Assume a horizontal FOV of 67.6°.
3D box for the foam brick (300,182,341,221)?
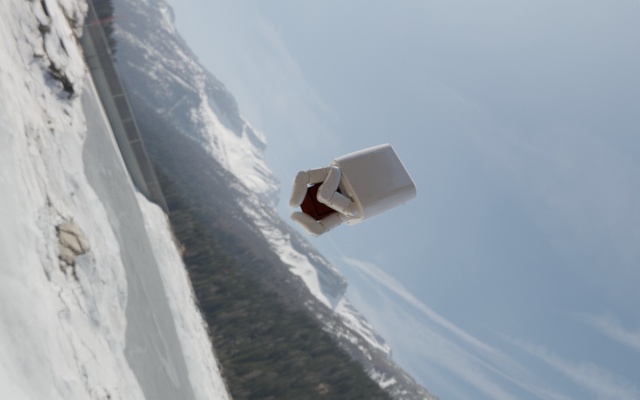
[{"bbox_3d":[0.000,0.003,0.795,0.051,0.053,0.078,-20,-5,-18],"label":"foam brick"}]
